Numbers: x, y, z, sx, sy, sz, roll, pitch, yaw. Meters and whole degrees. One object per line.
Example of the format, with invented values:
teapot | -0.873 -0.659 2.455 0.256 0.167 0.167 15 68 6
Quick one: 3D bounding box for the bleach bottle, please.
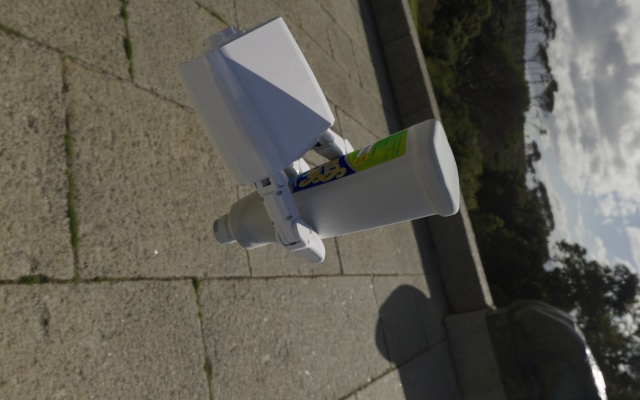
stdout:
bleach bottle | 0.000 0.001 0.458 0.251 0.068 0.102 -18 22 23
